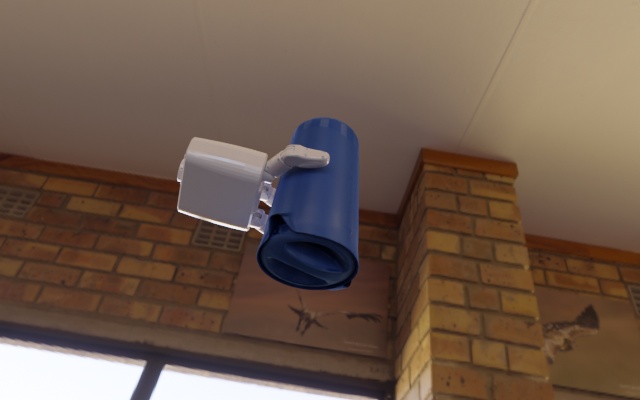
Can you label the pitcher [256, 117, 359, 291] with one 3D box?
[{"bbox_3d":[0.000,0.002,0.693,0.145,0.242,0.149,14,-40,-7],"label":"pitcher"}]
